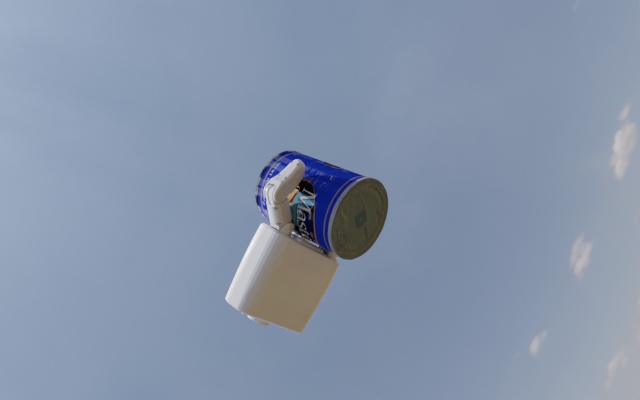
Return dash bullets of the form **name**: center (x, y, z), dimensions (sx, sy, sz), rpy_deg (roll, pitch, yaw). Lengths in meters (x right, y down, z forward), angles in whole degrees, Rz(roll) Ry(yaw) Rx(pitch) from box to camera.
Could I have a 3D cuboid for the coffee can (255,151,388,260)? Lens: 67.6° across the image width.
- **coffee can**: center (0.000, 0.002, 0.611), dimensions (0.140, 0.103, 0.103), rpy_deg (23, 16, 40)
